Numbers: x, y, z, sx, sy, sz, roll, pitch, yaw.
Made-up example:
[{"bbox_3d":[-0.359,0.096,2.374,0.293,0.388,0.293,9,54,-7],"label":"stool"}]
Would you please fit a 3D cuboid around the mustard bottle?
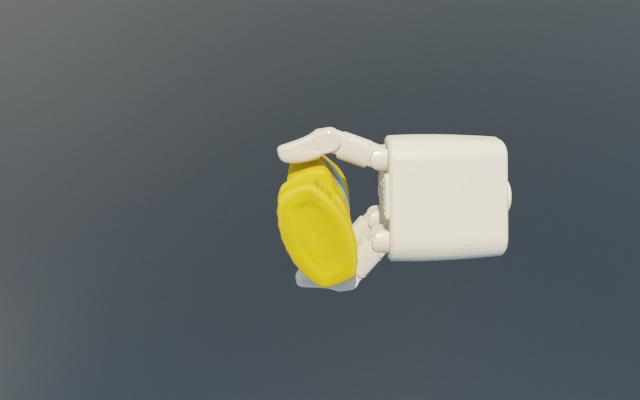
[{"bbox_3d":[0.000,0.002,0.478,0.058,0.096,0.191,-24,17,9],"label":"mustard bottle"}]
